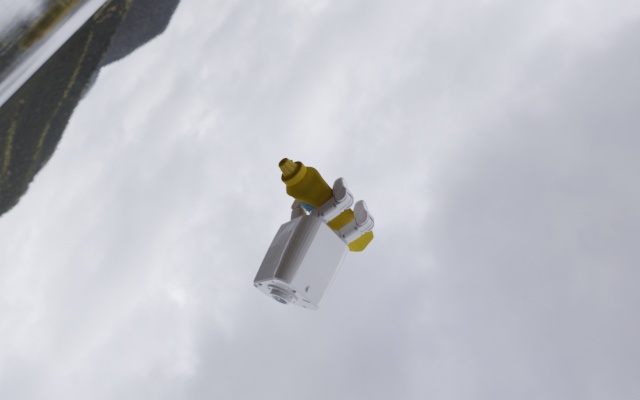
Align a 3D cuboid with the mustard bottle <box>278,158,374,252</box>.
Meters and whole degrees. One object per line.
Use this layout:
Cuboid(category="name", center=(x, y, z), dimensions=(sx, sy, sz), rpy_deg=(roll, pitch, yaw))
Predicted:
Cuboid(category="mustard bottle", center=(0.000, 0.002, 0.748), dimensions=(0.192, 0.058, 0.096), rpy_deg=(46, -8, -32))
